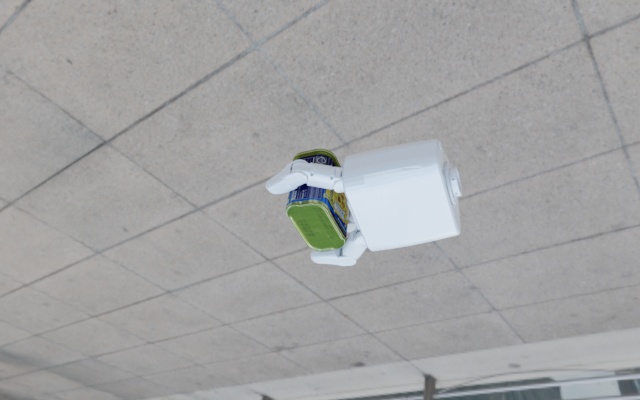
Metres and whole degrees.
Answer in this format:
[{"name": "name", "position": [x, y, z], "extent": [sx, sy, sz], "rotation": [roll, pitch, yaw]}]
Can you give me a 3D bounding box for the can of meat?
[{"name": "can of meat", "position": [0.000, 0.002, 0.590], "extent": [0.057, 0.084, 0.102], "rotation": [-9, -42, 20]}]
